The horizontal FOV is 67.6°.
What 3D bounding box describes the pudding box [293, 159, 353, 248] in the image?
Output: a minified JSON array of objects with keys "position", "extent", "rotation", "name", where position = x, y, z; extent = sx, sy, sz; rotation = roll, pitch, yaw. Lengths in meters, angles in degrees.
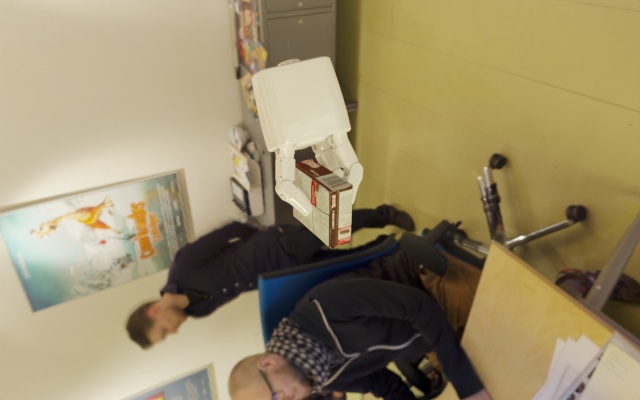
[{"position":[0.000,0.002,0.675],"extent":[0.039,0.090,0.113],"rotation":[-15,30,-25],"name":"pudding box"}]
